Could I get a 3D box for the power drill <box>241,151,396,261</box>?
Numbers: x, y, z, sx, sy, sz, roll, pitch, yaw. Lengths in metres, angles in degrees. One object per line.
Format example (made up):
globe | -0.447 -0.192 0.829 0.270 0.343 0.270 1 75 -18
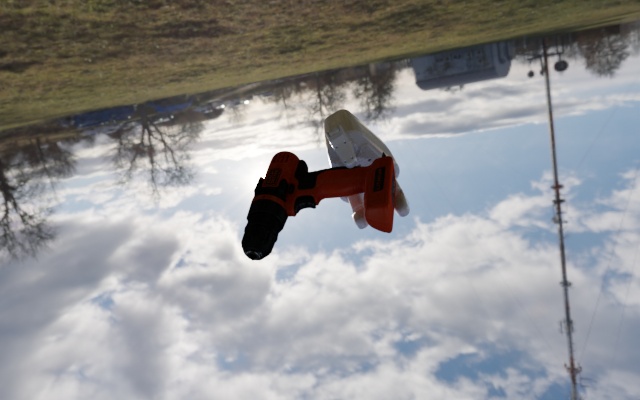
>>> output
power drill | 0.001 0.002 0.619 0.187 0.184 0.057 0 -43 14
